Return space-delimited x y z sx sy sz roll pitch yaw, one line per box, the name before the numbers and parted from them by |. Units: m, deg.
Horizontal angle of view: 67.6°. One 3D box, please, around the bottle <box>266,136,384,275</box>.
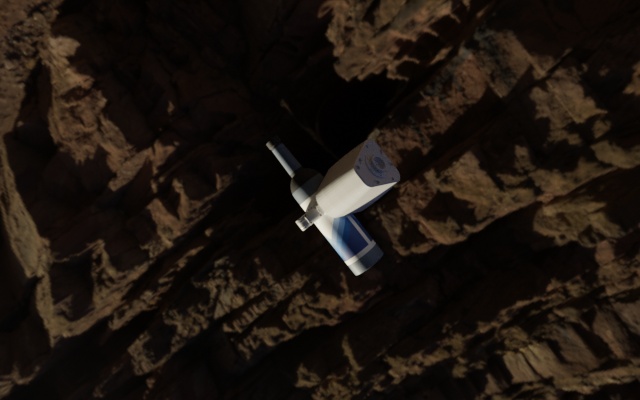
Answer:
bottle | 0.000 0.003 0.887 0.069 0.295 0.069 -38 -1 -1
